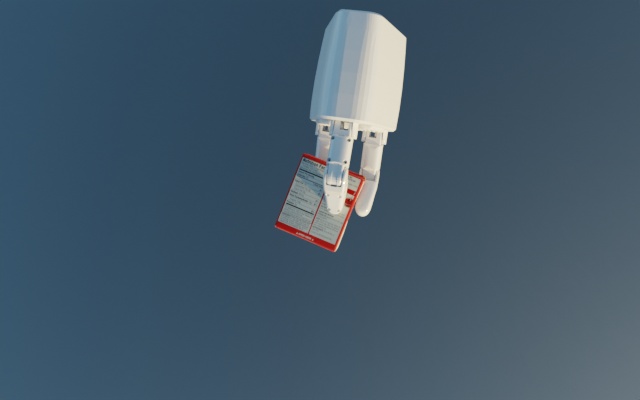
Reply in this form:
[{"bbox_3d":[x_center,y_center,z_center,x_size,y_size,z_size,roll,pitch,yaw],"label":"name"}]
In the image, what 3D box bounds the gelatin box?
[{"bbox_3d":[0.000,0.002,0.528,0.073,0.089,0.030,22,4,7],"label":"gelatin box"}]
